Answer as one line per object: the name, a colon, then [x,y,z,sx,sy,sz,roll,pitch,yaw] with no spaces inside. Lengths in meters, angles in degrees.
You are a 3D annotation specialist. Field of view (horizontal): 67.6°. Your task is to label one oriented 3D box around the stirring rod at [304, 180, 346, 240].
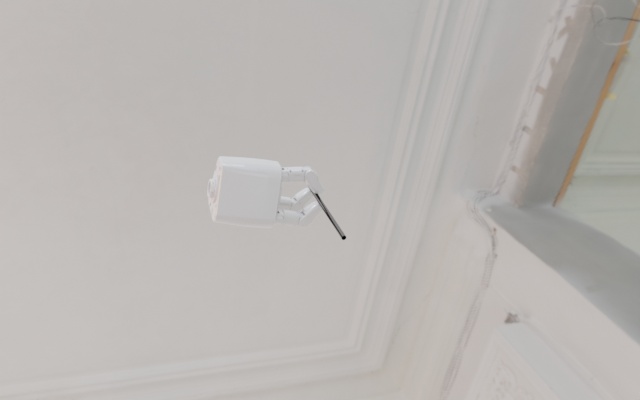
stirring rod: [0.000,0.003,0.851,0.011,0.011,0.239,0,28,-20]
